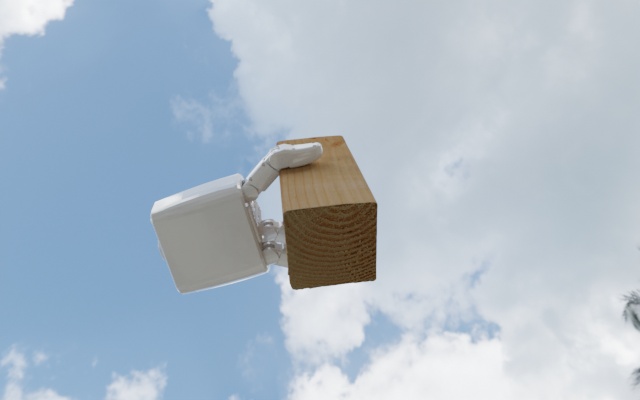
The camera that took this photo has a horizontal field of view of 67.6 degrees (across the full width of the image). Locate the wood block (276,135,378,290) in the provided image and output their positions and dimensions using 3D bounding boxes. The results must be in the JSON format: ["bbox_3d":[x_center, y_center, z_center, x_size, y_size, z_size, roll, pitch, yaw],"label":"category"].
[{"bbox_3d":[0.000,0.002,0.548,0.090,0.091,0.206,-6,26,-5],"label":"wood block"}]
